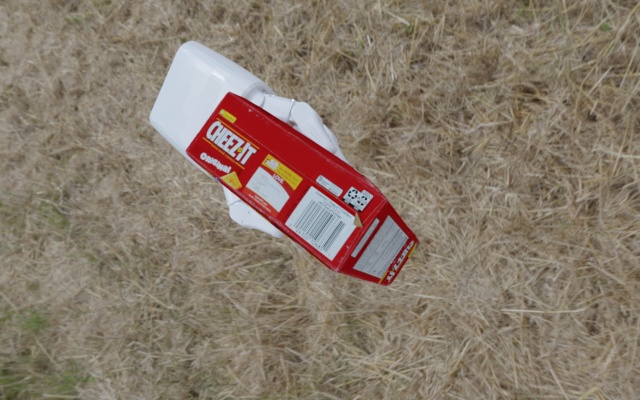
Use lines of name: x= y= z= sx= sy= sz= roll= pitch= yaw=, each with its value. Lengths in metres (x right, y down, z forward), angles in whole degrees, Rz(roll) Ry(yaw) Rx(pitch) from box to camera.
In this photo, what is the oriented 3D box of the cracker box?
cracker box: x=0.000 y=0.002 z=0.451 sx=0.164 sy=0.072 sz=0.214 roll=36 pitch=0 yaw=22
